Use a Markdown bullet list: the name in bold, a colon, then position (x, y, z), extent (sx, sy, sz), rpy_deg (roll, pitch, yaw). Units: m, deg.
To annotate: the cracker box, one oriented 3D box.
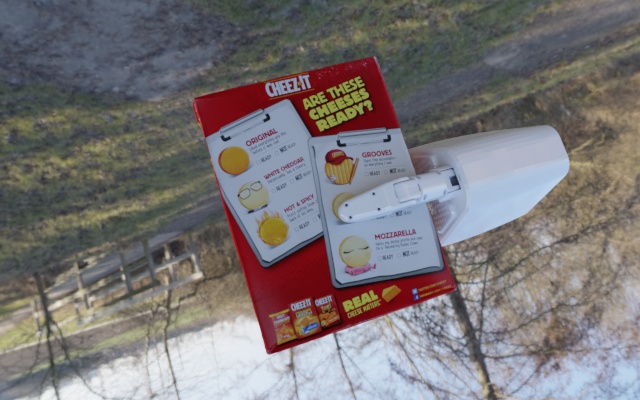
- **cracker box**: position (0.000, 0.001, 0.416), extent (0.164, 0.213, 0.072), rpy_deg (-16, -9, -12)
